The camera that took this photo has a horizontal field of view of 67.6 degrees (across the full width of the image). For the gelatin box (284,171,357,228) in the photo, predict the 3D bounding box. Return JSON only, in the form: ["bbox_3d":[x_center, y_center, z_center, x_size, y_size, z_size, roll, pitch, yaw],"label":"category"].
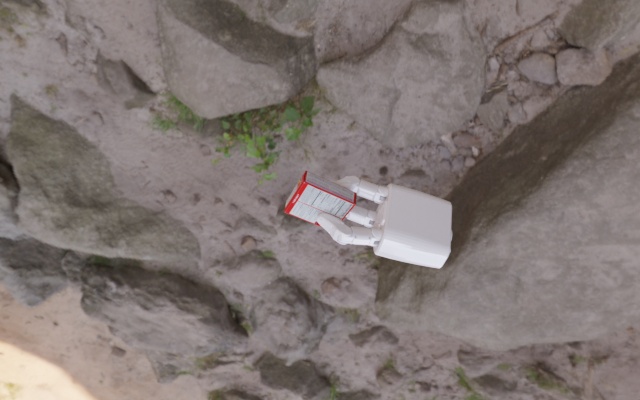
[{"bbox_3d":[0.000,0.003,0.729,0.089,0.030,0.073,22,-48,-15],"label":"gelatin box"}]
